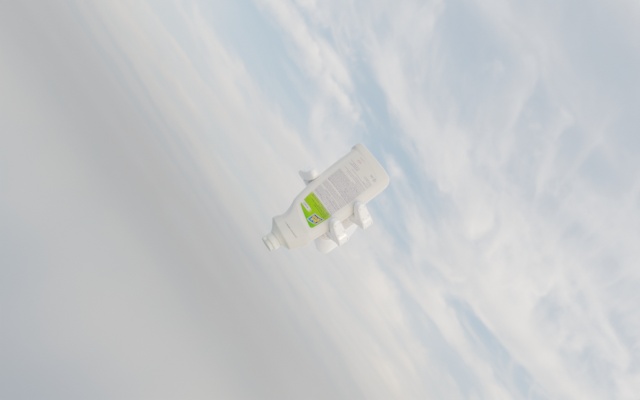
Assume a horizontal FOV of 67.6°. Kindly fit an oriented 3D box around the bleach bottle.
[{"bbox_3d":[0.000,0.003,0.869,0.251,0.102,0.068,-34,-14,-15],"label":"bleach bottle"}]
